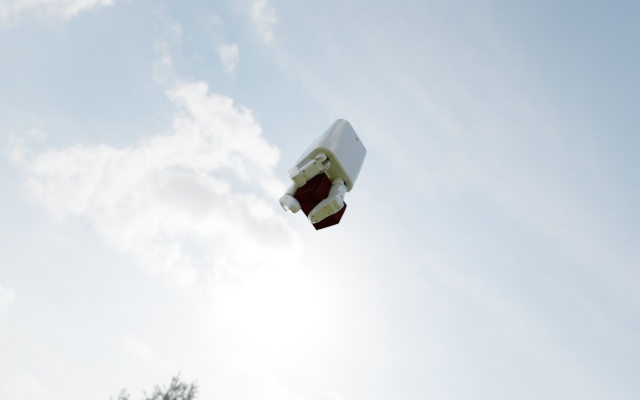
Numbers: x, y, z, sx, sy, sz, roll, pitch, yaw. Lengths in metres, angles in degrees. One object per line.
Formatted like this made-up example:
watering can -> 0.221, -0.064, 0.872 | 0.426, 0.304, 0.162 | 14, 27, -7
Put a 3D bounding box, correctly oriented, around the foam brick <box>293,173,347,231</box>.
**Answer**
foam brick -> 0.000, 0.003, 0.815 | 0.053, 0.078, 0.051 | -17, 30, 35
